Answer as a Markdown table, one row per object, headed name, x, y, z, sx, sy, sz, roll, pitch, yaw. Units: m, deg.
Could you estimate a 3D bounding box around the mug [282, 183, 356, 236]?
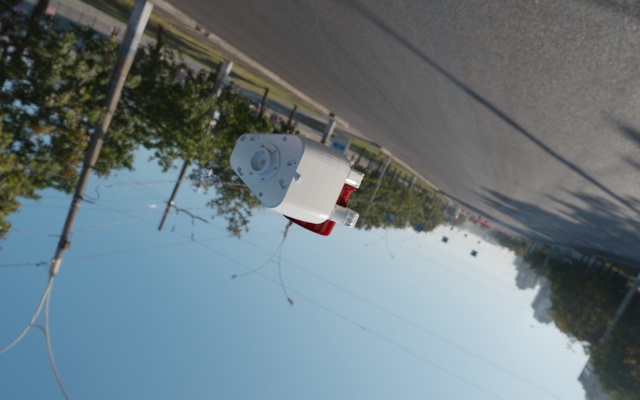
| name | x | y | z | sx | sy | sz | roll | pitch | yaw |
| --- | --- | --- | --- | --- | --- | --- | --- | --- | --- |
| mug | 0.001 | 0.003 | 0.714 | 0.093 | 0.081 | 0.117 | 29 | 5 | 35 |
